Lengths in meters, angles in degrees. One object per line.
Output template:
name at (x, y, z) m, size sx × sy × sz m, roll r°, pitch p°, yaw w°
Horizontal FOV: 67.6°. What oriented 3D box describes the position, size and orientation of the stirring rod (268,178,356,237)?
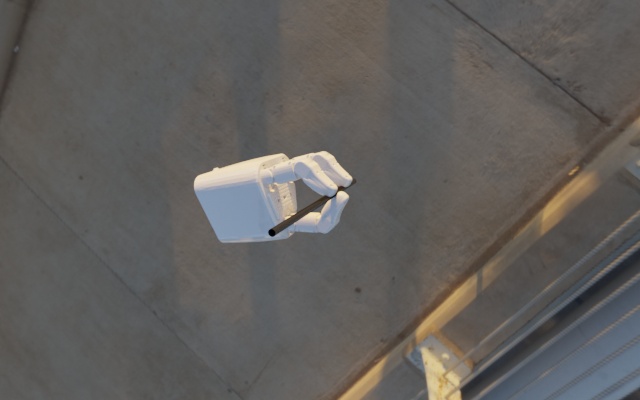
stirring rod at (0.000, 0.002, 0.561) m, size 0.011 × 0.011 × 0.239 m, roll 0°, pitch 14°, yaw 23°
